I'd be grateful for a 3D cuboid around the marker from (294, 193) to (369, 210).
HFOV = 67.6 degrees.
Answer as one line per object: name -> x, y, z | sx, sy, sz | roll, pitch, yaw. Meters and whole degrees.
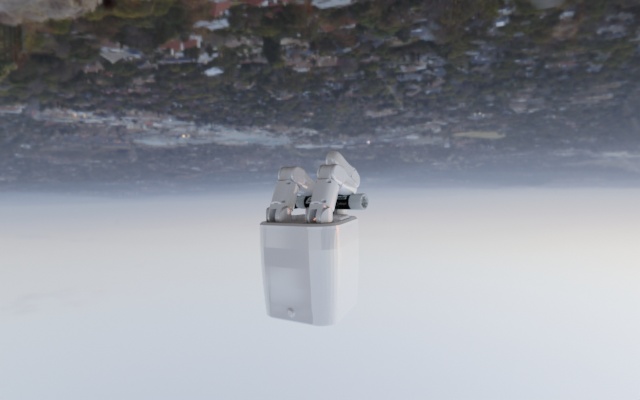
marker -> 0.000, 0.002, 0.562 | 0.121, 0.020, 0.020 | 0, 0, 36
